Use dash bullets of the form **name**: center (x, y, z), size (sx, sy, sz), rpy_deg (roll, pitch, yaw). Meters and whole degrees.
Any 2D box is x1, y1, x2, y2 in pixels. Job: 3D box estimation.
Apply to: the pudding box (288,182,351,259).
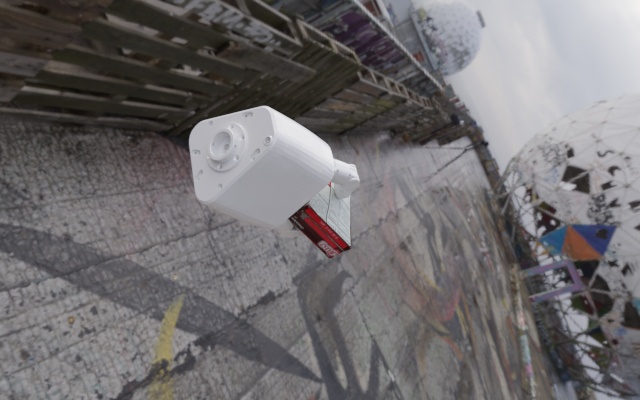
- **pudding box**: center (0.000, 0.002, 0.594), size (0.039, 0.113, 0.090), rpy_deg (-25, -54, 25)
